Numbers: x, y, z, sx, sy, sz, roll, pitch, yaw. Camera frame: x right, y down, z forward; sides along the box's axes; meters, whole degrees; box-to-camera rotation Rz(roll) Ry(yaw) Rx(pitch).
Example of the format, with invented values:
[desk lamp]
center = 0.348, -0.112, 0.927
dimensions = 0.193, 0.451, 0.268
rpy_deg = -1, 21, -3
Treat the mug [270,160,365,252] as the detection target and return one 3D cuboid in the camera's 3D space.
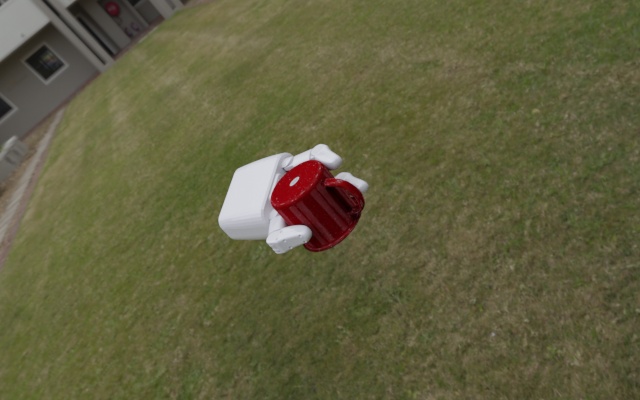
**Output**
[mug]
center = 0.001, 0.002, 0.589
dimensions = 0.117, 0.093, 0.081
rpy_deg = -12, -50, 42
